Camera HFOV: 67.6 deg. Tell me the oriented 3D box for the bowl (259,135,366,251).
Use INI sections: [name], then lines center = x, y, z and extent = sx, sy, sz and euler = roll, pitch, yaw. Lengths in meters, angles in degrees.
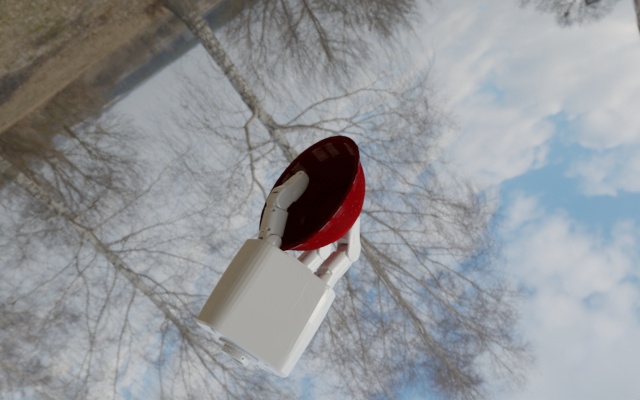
[bowl]
center = 0.001, 0.001, 0.575
extent = 0.055, 0.162, 0.162
euler = 38, -22, -31
